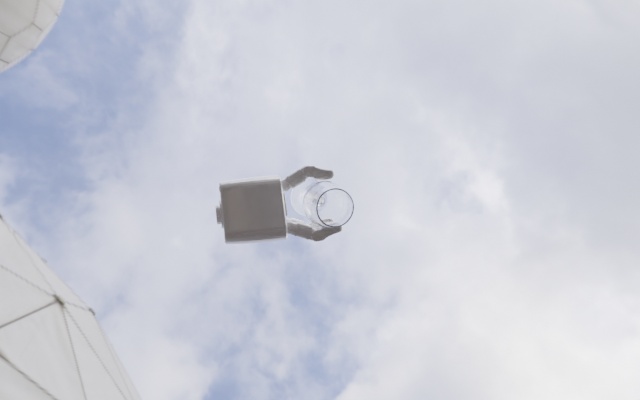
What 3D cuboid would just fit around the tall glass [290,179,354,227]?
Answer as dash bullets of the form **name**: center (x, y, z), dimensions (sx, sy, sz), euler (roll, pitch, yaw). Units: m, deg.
- **tall glass**: center (0.000, 0.003, 0.842), dimensions (0.079, 0.079, 0.201), euler (0, 5, -14)
